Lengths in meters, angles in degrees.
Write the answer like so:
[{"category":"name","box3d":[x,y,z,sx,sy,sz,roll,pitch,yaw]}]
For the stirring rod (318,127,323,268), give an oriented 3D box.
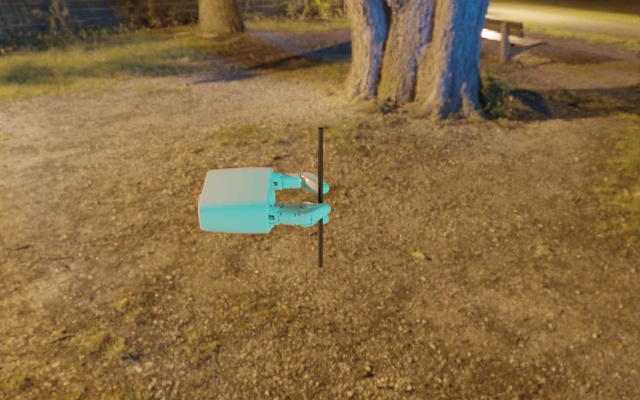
[{"category":"stirring rod","box3d":[0.000,0.003,0.751,0.011,0.240,0.011,0,26,0]}]
